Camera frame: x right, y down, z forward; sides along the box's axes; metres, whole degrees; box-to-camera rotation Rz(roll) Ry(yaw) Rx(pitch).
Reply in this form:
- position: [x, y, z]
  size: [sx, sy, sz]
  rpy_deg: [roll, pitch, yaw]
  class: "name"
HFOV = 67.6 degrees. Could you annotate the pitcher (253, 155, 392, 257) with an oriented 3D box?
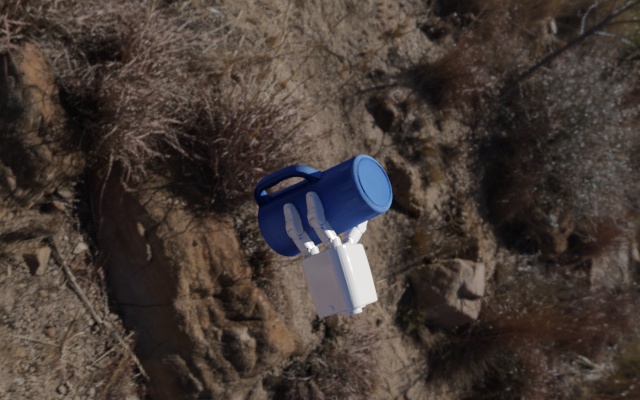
- position: [0.000, 0.003, 0.877]
  size: [0.243, 0.145, 0.149]
  rpy_deg: [-26, -17, 38]
  class: "pitcher"
